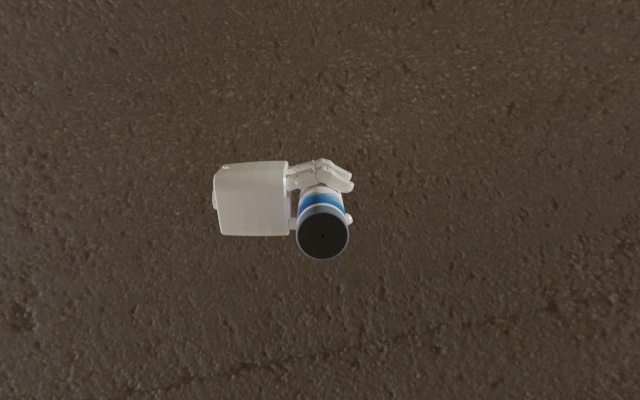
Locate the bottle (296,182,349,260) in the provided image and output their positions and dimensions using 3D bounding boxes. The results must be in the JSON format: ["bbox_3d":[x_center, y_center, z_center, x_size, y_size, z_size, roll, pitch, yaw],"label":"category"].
[{"bbox_3d":[0.000,0.003,0.737,0.069,0.069,0.295,0,17,-1],"label":"bottle"}]
